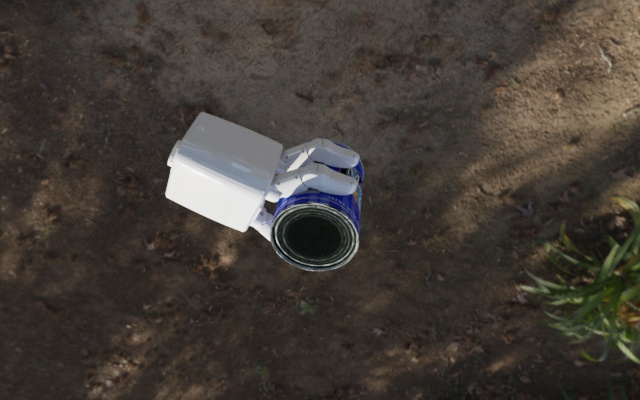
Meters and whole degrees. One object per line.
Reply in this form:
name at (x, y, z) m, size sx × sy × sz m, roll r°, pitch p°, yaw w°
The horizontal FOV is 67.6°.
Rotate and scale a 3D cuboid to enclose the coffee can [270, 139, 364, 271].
coffee can at (0.000, 0.002, 0.594) m, size 0.103 × 0.103 × 0.140 m, roll 0°, pitch 37°, yaw 7°
